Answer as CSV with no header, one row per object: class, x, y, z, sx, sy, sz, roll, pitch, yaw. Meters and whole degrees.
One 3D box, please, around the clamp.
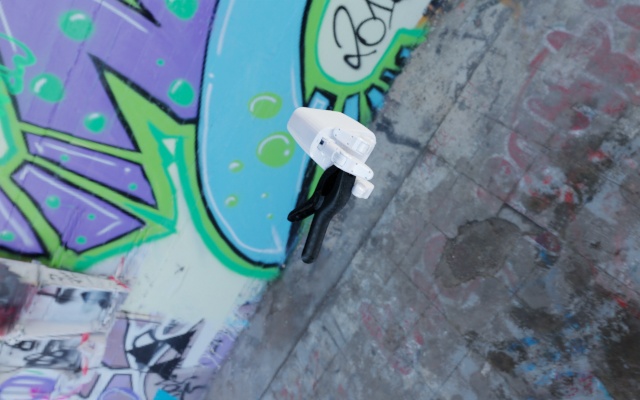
clamp,0.000,0.002,0.758,0.039,0.171,0.120,21,17,-37
